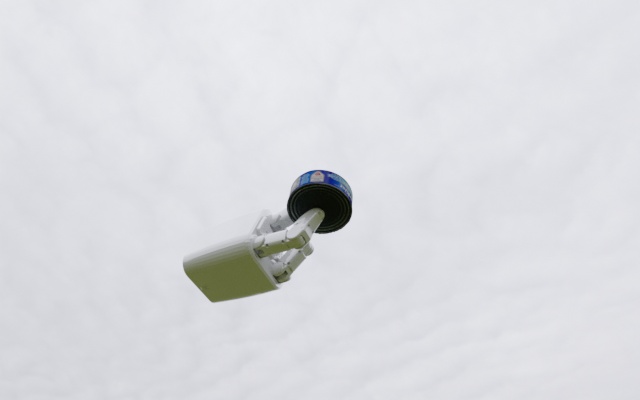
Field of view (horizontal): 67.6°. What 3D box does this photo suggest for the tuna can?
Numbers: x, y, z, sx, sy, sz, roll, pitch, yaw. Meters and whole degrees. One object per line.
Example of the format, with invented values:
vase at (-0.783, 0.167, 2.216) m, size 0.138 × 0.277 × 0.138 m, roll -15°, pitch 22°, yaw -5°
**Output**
tuna can at (0.000, 0.002, 0.629) m, size 0.086 × 0.086 × 0.033 m, roll 0°, pitch 39°, yaw 7°
